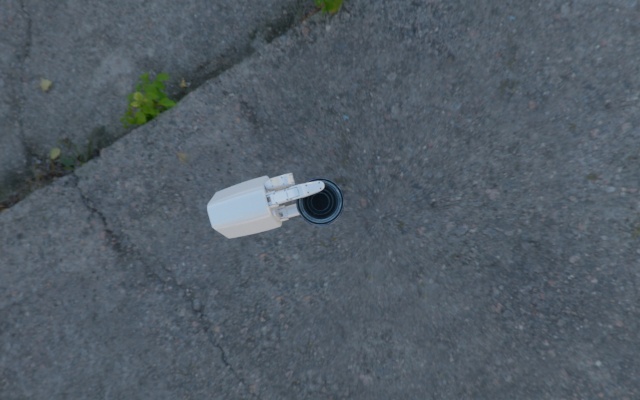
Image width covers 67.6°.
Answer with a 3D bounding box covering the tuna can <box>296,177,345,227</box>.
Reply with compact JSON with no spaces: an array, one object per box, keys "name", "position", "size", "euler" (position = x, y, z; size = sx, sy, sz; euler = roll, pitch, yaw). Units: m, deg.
[{"name":"tuna can","position":[0.000,0.003,0.836],"size":[0.086,0.086,0.034],"euler":[0,-3,2]}]
